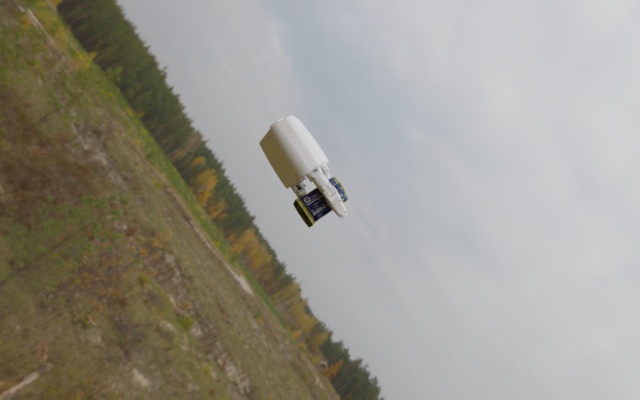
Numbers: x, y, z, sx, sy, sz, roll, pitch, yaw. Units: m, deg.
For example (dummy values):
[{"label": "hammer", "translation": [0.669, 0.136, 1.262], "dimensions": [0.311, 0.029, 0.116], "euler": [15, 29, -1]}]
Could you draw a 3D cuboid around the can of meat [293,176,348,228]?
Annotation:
[{"label": "can of meat", "translation": [0.000, 0.003, 0.897], "dimensions": [0.084, 0.057, 0.102], "euler": [-34, -2, -9]}]
